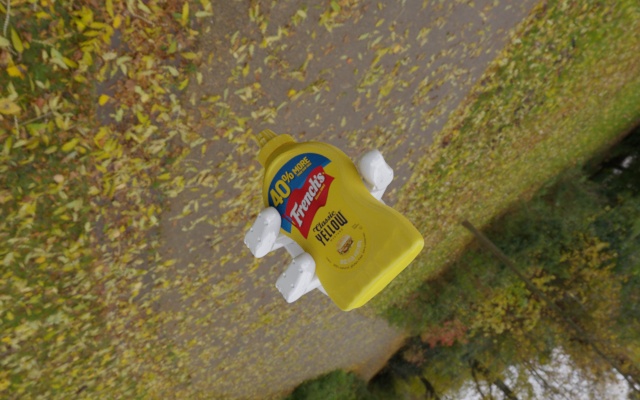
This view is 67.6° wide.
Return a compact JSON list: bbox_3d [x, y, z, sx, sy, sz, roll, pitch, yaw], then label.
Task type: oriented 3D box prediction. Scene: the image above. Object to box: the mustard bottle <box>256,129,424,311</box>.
[{"bbox_3d":[0.000,0.002,0.451,0.096,0.191,0.058,-48,-22,18],"label":"mustard bottle"}]
